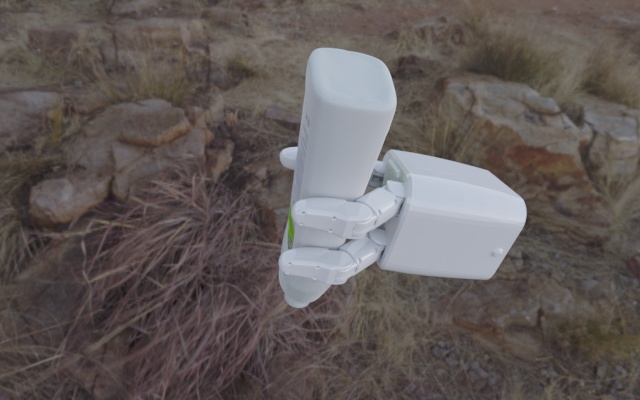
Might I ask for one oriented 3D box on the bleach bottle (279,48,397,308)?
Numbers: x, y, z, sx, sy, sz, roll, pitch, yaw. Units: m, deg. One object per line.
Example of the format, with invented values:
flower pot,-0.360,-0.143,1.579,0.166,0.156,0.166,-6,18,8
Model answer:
bleach bottle,0.000,0.001,0.435,0.068,0.251,0.102,8,39,-8
